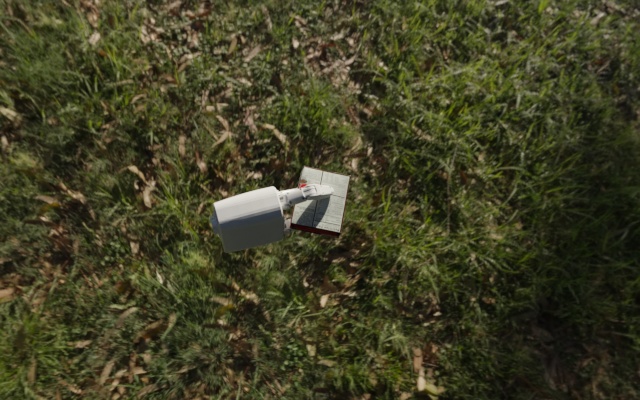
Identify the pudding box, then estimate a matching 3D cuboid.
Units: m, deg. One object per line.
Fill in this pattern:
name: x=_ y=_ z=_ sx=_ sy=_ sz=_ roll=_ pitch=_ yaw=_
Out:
pudding box: x=0.000 y=0.003 z=0.839 sx=0.090 sy=0.113 sz=0.039 roll=12 pitch=-17 yaw=-3
